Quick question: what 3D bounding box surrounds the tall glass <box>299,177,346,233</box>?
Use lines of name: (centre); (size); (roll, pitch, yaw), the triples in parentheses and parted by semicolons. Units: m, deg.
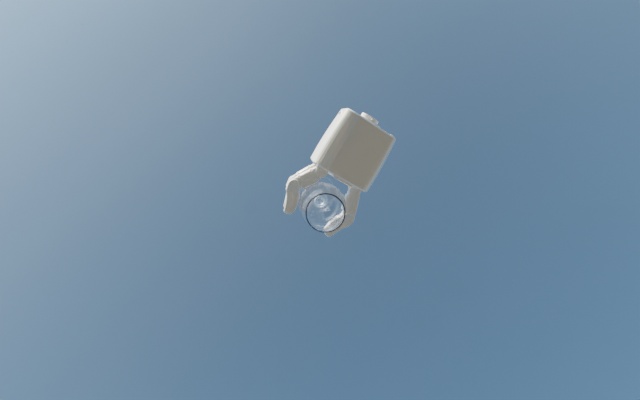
tall glass: (0.000, 0.003, 0.825); (0.079, 0.079, 0.201); (0, 10, -4)
